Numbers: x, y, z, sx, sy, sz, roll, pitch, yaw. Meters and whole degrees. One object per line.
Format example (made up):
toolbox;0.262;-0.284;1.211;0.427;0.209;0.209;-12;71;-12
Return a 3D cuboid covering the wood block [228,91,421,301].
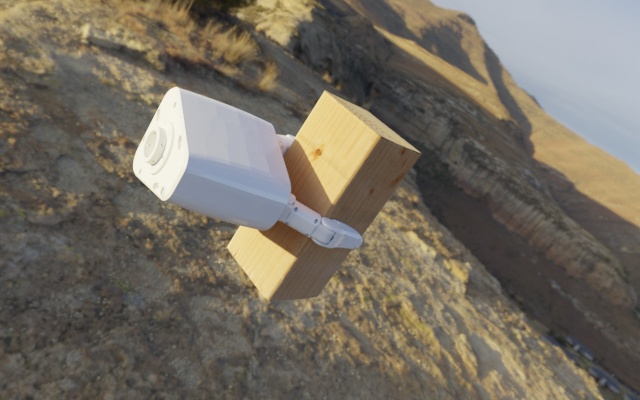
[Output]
wood block;0.000;0.002;0.519;0.090;0.206;0.090;10;29;-52
